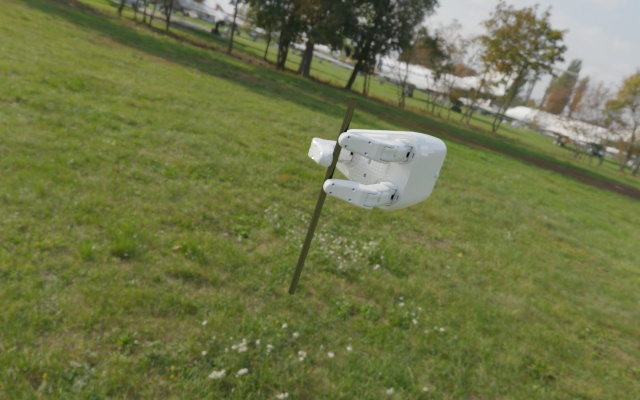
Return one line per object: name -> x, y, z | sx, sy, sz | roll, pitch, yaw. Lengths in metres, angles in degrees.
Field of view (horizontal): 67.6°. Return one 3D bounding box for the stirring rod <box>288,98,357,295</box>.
stirring rod -> 0.000, 0.002, 0.540 | 0.011, 0.239, 0.011 | 16, 17, -5
